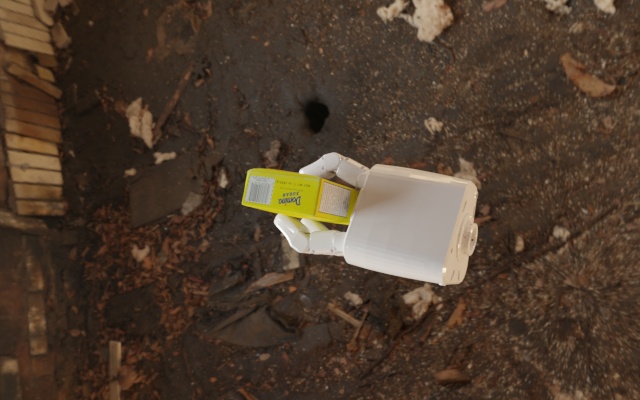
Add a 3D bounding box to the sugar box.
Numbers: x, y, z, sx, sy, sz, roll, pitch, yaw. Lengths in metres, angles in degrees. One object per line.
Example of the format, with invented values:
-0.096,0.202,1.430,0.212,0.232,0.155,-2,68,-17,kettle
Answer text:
0.000,0.002,0.555,0.093,0.048,0.176,9,-5,30,sugar box
